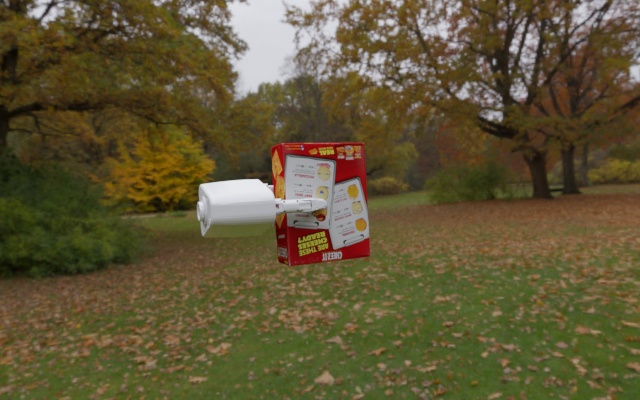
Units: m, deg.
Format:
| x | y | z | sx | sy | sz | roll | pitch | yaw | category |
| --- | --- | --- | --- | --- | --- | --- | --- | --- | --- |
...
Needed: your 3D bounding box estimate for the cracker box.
| x | y | z | sx | sy | sz | roll | pitch | yaw | category |
| --- | --- | --- | --- | --- | --- | --- | --- | --- | --- |
| 0.000 | 0.003 | 0.879 | 0.164 | 0.213 | 0.072 | -4 | 1 | -23 | cracker box |
